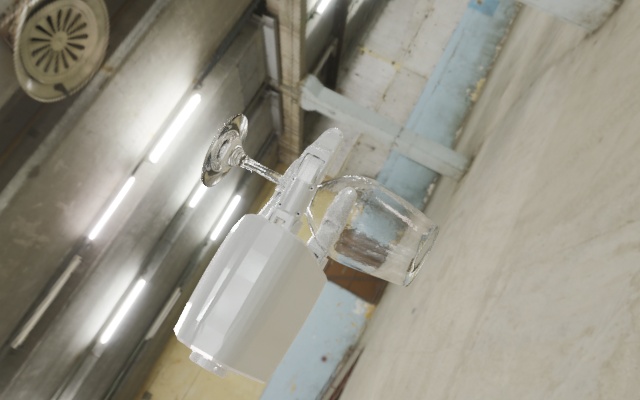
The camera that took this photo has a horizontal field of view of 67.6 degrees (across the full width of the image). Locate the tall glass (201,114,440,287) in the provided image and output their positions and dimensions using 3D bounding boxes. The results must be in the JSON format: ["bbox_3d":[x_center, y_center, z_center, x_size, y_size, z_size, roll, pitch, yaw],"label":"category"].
[{"bbox_3d":[0.000,0.001,0.421,0.201,0.079,0.079,28,3,7],"label":"tall glass"}]
